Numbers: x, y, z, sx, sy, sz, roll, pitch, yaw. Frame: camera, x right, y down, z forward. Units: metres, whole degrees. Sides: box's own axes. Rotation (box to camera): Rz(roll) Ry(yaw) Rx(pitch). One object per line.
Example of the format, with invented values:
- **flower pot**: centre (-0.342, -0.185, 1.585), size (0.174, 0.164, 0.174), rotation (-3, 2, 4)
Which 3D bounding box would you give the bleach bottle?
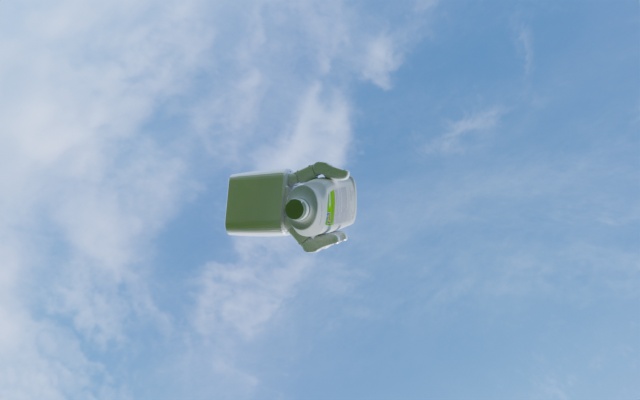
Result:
- **bleach bottle**: centre (0.000, 0.003, 0.775), size (0.068, 0.102, 0.251), rotation (-2, 0, 17)
